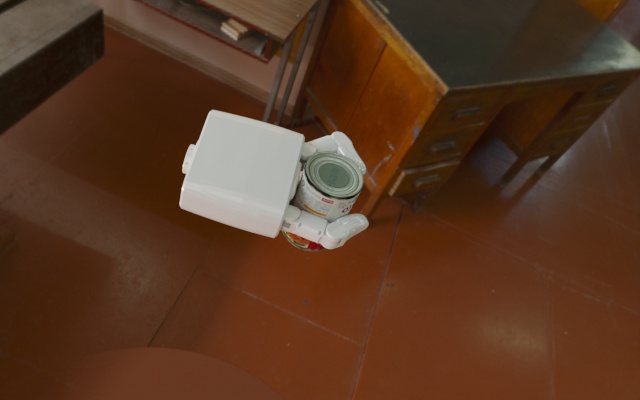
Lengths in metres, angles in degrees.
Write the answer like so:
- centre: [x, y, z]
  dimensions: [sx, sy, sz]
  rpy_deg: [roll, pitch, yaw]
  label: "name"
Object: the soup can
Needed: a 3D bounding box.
- centre: [0.001, 0.002, 0.539]
  dimensions: [0.068, 0.068, 0.102]
  rpy_deg: [0, -38, -22]
  label: "soup can"
